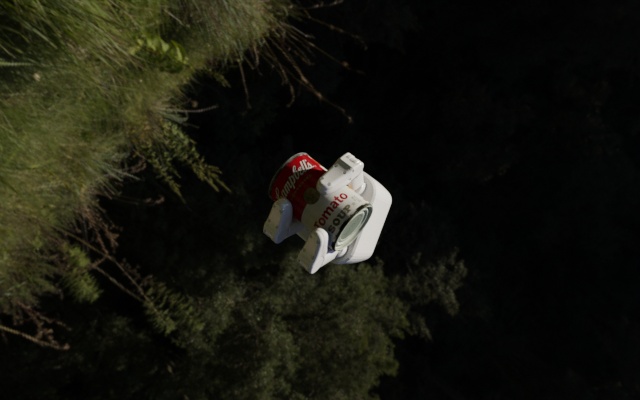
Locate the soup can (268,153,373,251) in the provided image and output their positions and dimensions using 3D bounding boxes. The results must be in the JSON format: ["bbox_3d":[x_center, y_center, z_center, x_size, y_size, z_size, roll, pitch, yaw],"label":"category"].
[{"bbox_3d":[0.000,0.002,0.543,0.102,0.068,0.068,39,16,21],"label":"soup can"}]
